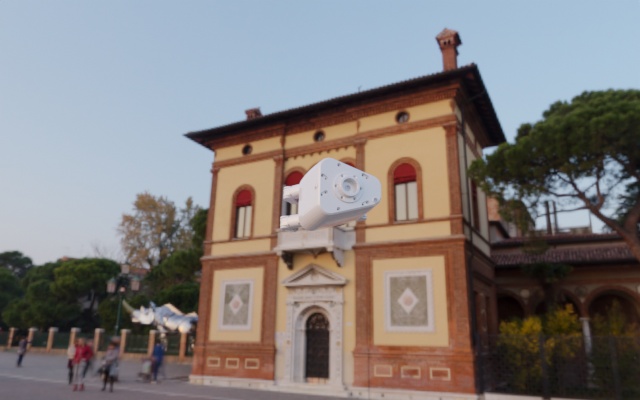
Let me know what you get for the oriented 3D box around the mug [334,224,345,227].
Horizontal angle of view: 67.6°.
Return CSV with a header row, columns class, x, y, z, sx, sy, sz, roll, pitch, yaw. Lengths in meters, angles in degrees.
class,x,y,z,sx,sy,sz,roll,pitch,yaw
mug,0.000,0.003,0.890,0.093,0.081,0.117,6,-16,-17
